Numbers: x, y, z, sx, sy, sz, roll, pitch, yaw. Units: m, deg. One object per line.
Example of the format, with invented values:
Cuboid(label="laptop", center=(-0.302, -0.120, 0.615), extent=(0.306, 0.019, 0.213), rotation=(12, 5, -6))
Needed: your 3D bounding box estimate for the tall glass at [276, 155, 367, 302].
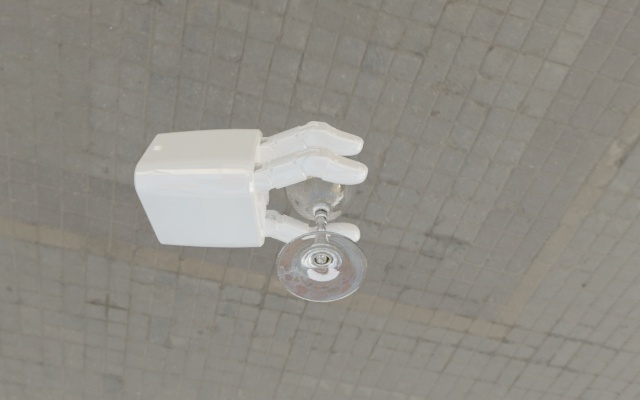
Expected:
Cuboid(label="tall glass", center=(0.000, 0.002, 0.469), extent=(0.079, 0.079, 0.201), rotation=(0, 33, 0))
